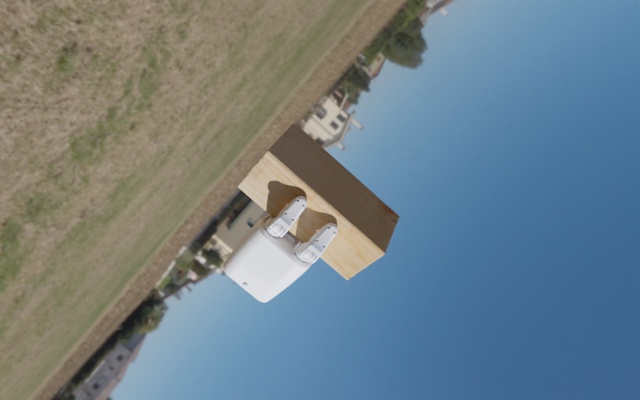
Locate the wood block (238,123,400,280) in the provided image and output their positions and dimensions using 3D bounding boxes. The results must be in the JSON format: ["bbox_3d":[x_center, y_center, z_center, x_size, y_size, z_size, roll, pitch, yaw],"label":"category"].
[{"bbox_3d":[0.000,0.002,0.682,0.090,0.206,0.090,-43,10,39],"label":"wood block"}]
